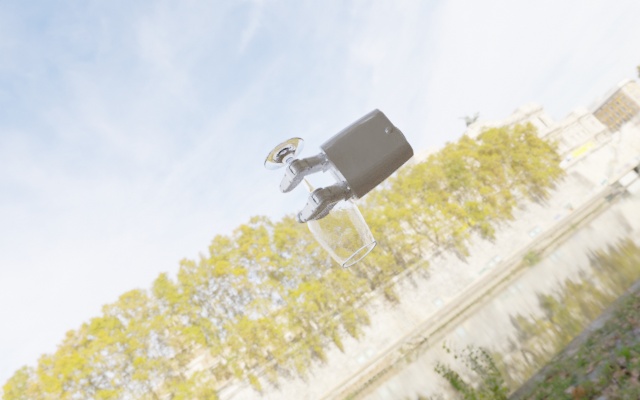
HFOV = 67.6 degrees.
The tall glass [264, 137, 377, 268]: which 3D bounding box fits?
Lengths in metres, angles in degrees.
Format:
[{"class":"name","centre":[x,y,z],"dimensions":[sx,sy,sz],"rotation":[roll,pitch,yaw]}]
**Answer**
[{"class":"tall glass","centre":[0.000,0.002,0.713],"dimensions":[0.079,0.201,0.079],"rotation":[-32,-19,-12]}]
